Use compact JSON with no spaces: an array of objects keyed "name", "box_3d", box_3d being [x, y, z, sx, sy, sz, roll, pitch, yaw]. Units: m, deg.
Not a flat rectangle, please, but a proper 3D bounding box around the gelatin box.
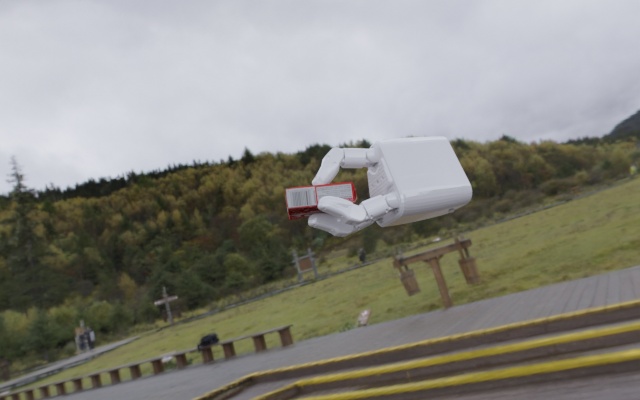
[{"name":"gelatin box","box_3d":[0.000,0.002,0.631,0.089,0.030,0.073,-6,-13,-3]}]
